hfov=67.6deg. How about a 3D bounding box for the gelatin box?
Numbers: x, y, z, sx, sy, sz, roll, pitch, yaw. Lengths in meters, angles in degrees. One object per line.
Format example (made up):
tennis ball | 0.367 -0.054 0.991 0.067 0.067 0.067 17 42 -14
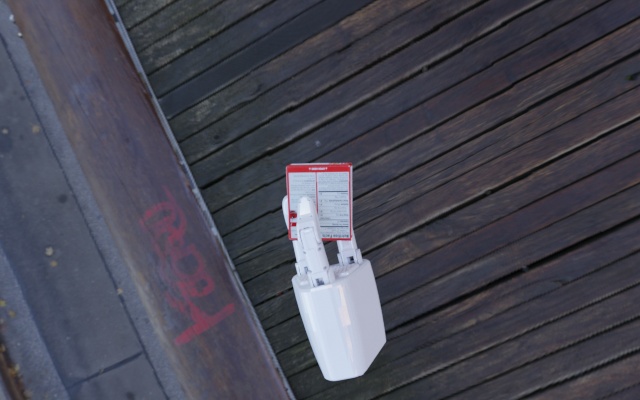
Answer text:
gelatin box | 0.000 0.002 0.551 0.073 0.089 0.030 -1 9 8
